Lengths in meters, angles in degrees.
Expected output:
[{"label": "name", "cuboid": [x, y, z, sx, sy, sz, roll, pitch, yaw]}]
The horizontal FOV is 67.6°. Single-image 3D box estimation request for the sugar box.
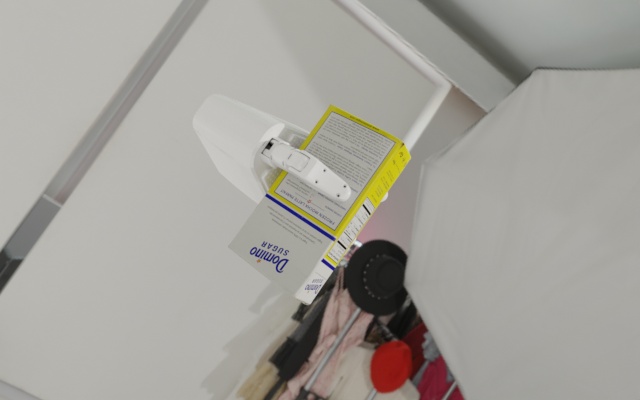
[{"label": "sugar box", "cuboid": [0.000, 0.002, 0.465, 0.093, 0.176, 0.048, 33, -5, 29]}]
